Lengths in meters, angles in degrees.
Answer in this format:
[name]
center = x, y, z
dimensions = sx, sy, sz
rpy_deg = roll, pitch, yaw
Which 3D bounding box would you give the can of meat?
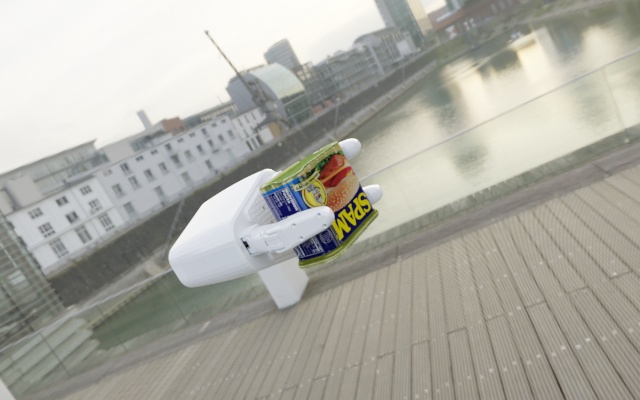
[can of meat]
center = 0.000, 0.001, 0.453
dimensions = 0.057, 0.084, 0.102
rpy_deg = -21, 13, 39
